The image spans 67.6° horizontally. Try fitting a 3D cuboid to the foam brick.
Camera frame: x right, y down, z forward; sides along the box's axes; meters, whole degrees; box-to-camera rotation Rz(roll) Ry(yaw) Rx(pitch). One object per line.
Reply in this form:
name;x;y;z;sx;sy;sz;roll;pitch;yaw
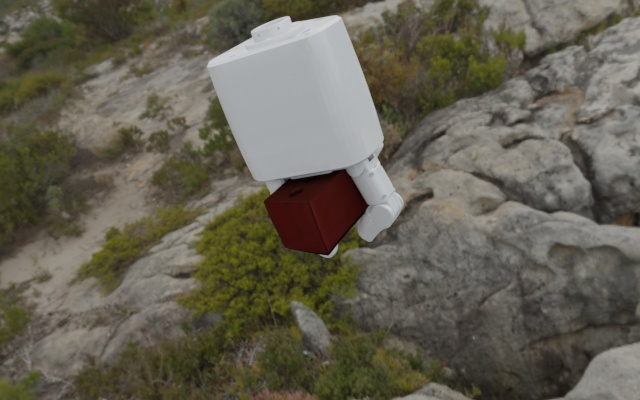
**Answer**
foam brick;0.000;0.002;0.412;0.053;0.051;0.078;3;36;40
